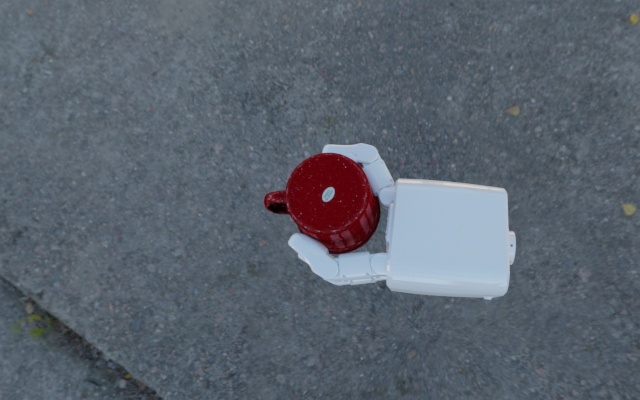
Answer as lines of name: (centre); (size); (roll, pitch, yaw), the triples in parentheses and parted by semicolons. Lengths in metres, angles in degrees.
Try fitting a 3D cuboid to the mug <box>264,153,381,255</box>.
mug: (-0.001, 0.001, 0.483); (0.117, 0.093, 0.081); (3, -14, 11)
